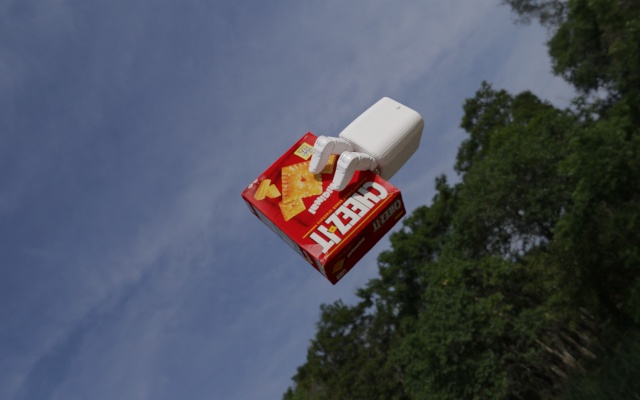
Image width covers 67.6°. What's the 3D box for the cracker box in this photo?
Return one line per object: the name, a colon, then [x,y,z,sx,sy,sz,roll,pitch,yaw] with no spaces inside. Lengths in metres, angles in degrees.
cracker box: [0.000,0.002,0.760,0.213,0.164,0.072,37,-16,35]
